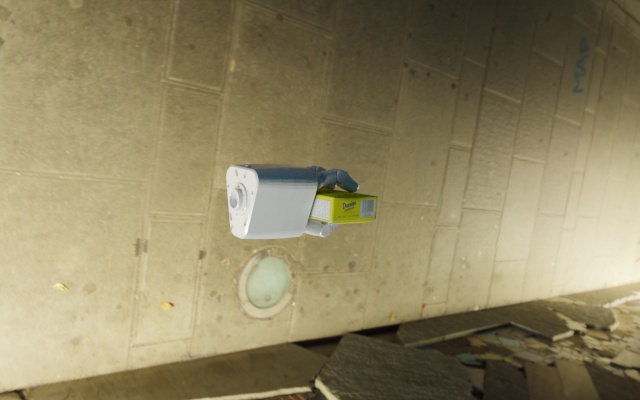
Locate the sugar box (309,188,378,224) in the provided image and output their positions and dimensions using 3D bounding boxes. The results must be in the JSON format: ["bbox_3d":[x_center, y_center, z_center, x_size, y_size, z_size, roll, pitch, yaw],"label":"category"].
[{"bbox_3d":[0.000,0.002,0.788,0.093,0.048,0.176,-1,10,-39],"label":"sugar box"}]
